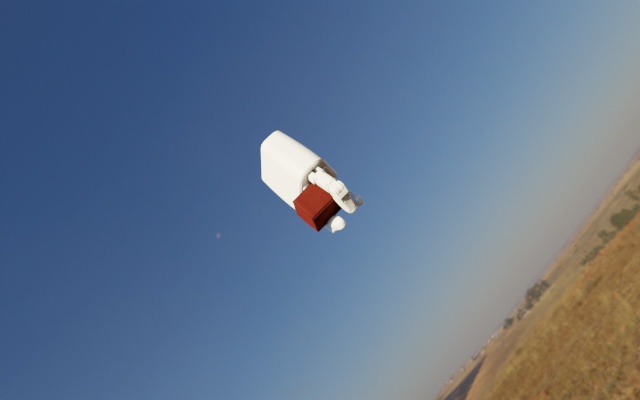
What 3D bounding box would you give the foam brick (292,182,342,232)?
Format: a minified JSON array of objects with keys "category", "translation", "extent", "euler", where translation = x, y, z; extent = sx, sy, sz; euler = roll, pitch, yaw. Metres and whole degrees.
[{"category":"foam brick","translation":[0.000,0.003,0.800],"extent":[0.051,0.078,0.053],"euler":[38,-17,25]}]
